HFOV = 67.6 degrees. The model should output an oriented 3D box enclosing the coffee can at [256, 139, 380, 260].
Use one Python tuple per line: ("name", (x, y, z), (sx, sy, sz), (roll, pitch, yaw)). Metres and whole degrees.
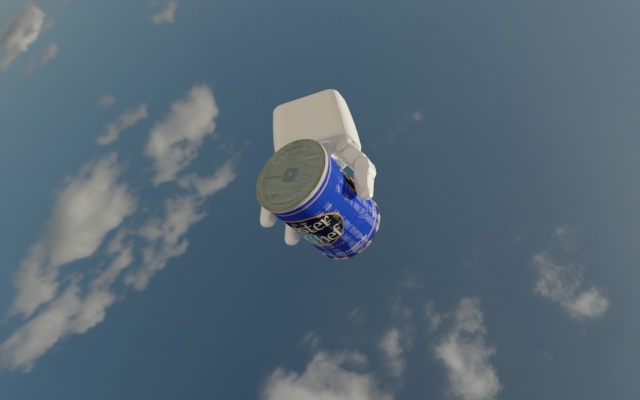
("coffee can", (0.000, 0.002, 0.619), (0.103, 0.102, 0.140), (0, -30, 38))
